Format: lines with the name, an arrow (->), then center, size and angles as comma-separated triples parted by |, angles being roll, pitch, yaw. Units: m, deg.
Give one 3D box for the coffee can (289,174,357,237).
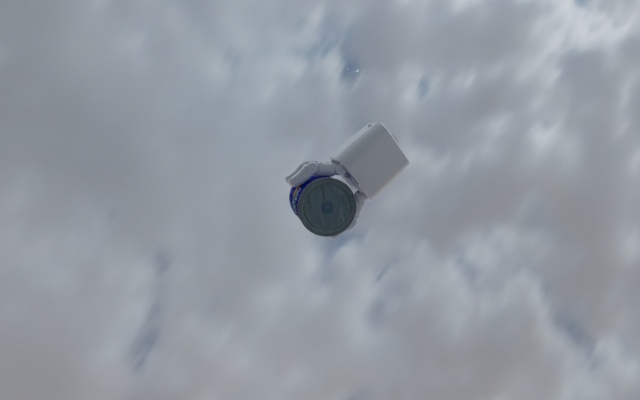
coffee can -> 0.000, 0.003, 0.885 | 0.103, 0.103, 0.140 | 0, 8, -10
